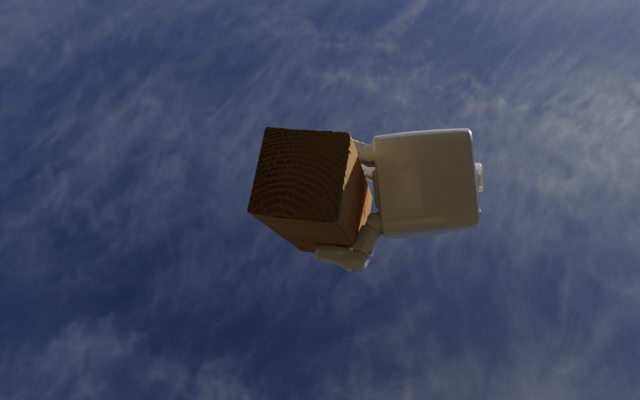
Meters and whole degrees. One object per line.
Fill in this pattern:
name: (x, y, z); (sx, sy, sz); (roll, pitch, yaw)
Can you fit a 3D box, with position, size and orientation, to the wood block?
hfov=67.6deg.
wood block: (0.000, 0.002, 0.543); (0.090, 0.090, 0.206); (6, -15, 14)
